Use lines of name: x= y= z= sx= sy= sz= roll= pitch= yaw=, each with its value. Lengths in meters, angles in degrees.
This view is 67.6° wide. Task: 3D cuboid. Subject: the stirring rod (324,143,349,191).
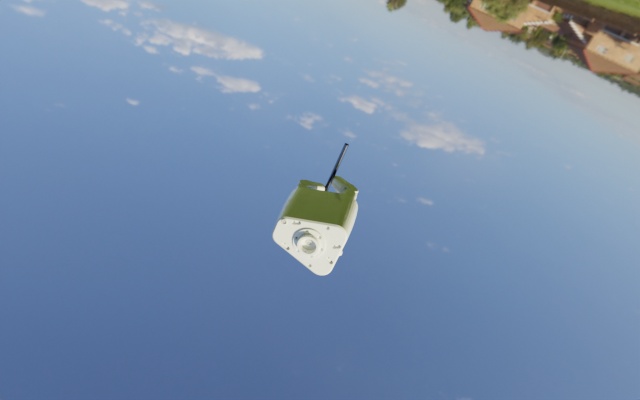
stirring rod: x=0.000 y=0.003 z=0.862 sx=0.011 sy=0.240 sz=0.011 roll=19 pitch=27 yaw=-10
